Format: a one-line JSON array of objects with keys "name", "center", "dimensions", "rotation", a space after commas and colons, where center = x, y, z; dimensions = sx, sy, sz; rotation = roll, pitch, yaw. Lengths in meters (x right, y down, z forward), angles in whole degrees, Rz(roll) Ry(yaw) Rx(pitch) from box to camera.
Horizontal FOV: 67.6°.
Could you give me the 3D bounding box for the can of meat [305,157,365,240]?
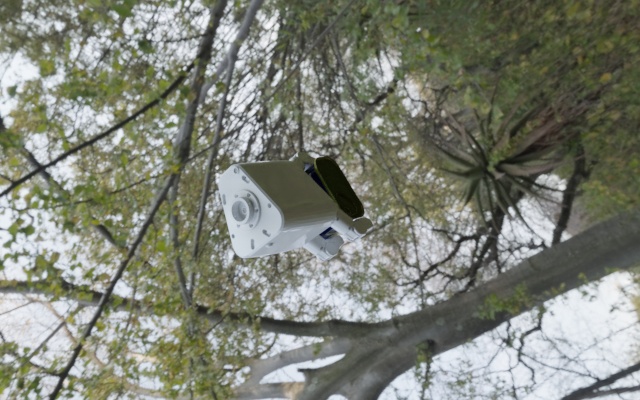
[{"name": "can of meat", "center": [0.000, 0.002, 0.689], "dimensions": [0.084, 0.102, 0.057], "rotation": [-38, -14, 31]}]
